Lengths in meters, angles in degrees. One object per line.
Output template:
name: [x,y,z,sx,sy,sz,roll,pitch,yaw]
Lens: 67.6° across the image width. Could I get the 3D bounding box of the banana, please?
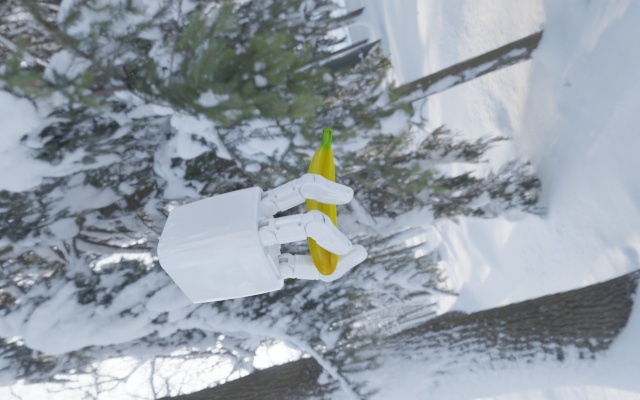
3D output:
banana: [0.001,0.009,0.570,0.037,0.197,0.070,-3,-33,2]
